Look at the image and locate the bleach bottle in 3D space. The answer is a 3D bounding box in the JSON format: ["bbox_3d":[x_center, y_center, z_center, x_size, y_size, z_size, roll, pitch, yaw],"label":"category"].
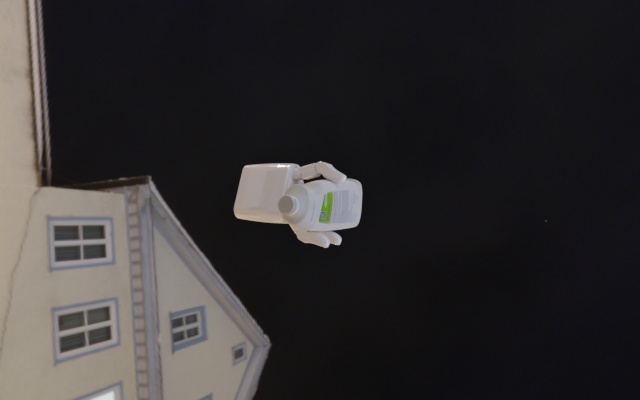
[{"bbox_3d":[0.000,0.003,0.845,0.068,0.102,0.251,1,-2,25],"label":"bleach bottle"}]
